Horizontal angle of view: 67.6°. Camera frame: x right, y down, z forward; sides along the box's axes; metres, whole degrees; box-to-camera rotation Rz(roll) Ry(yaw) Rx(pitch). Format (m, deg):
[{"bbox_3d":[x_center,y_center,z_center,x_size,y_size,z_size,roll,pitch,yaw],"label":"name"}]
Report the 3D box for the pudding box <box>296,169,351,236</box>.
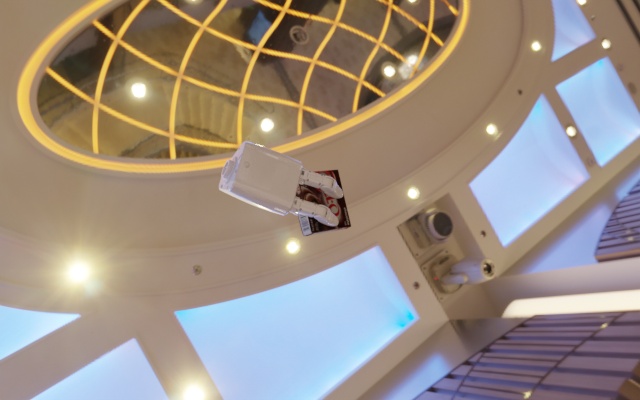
[{"bbox_3d":[0.000,0.003,0.867,0.090,0.113,0.039,-8,-7,-34],"label":"pudding box"}]
